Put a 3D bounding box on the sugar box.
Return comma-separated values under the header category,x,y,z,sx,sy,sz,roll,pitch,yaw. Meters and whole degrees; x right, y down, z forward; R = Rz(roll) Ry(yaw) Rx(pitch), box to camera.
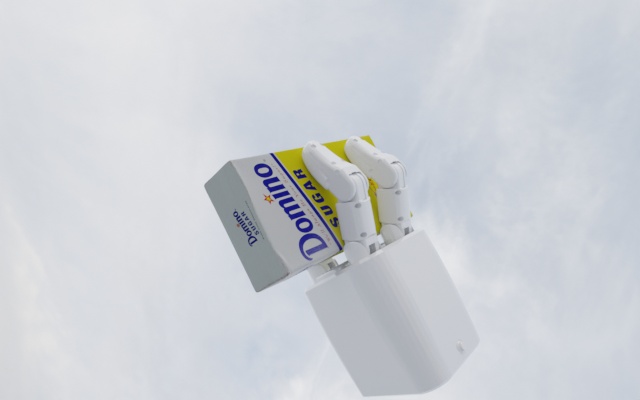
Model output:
category,x,y,z,sx,sy,sz,roll,pitch,yaw
sugar box,0.001,0.001,0.400,0.048,0.093,0.176,-35,-10,38
